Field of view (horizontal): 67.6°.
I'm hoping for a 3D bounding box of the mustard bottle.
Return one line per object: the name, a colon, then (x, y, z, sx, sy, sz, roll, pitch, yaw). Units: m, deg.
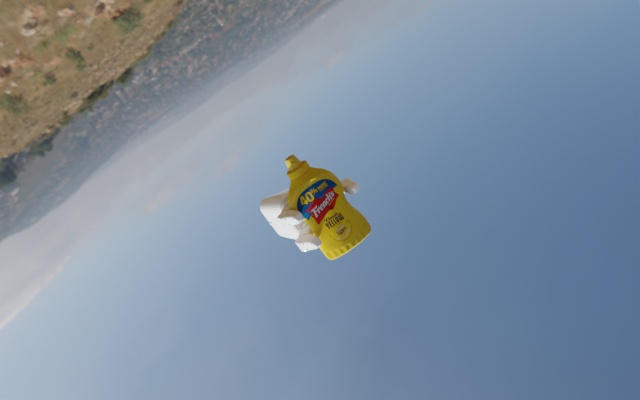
mustard bottle: (0.000, 0.003, 0.823, 0.096, 0.192, 0.058, -36, 17, -2)
